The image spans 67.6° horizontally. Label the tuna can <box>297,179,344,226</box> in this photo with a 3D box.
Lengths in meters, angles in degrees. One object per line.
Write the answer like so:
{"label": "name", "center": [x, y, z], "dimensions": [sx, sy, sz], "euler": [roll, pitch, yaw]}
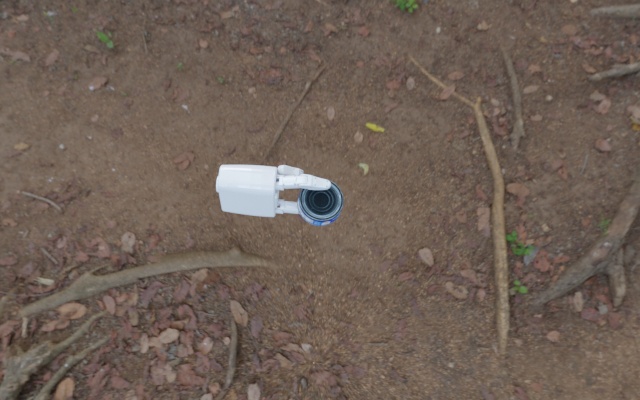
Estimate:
{"label": "tuna can", "center": [0.000, 0.003, 0.896], "dimensions": [0.086, 0.086, 0.034], "euler": [0, -18, -7]}
